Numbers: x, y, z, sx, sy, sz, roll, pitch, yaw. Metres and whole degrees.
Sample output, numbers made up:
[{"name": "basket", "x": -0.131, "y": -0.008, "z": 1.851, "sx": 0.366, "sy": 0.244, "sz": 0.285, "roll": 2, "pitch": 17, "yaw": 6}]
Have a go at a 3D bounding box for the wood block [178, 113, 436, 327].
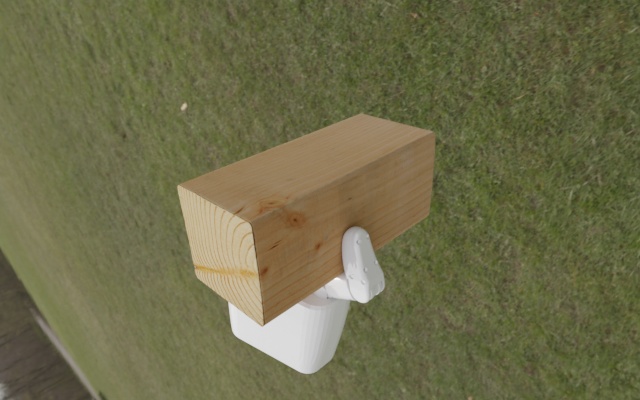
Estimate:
[{"name": "wood block", "x": 0.000, "y": 0.002, "z": 0.406, "sx": 0.091, "sy": 0.090, "sz": 0.206, "roll": 24, "pitch": 39, "yaw": 39}]
